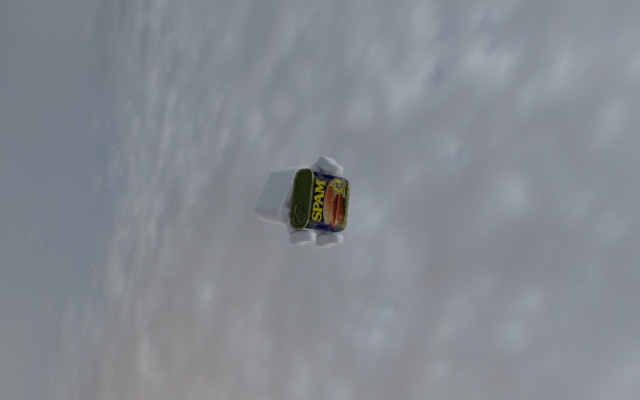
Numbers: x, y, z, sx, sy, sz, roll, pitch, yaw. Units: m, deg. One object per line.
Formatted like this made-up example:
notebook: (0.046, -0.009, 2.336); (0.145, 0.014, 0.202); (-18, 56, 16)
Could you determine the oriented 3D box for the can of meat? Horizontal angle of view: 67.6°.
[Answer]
can of meat: (0.000, 0.003, 0.818); (0.084, 0.102, 0.057); (10, -7, -35)
